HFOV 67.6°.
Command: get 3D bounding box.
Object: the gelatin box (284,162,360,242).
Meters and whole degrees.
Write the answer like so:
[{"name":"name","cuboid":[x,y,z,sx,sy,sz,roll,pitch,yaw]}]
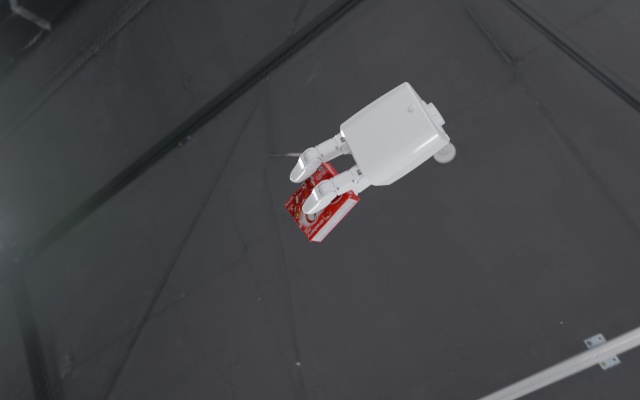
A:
[{"name":"gelatin box","cuboid":[0.000,0.002,0.670,0.030,0.089,0.073,14,33,-55]}]
